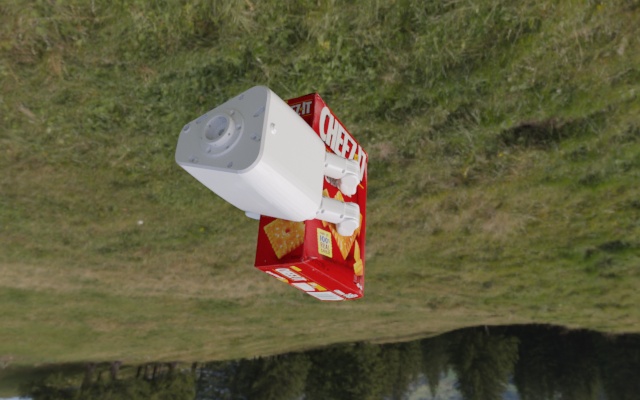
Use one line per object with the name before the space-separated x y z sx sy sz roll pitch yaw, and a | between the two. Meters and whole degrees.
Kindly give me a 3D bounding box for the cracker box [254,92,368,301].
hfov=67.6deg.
cracker box | 0.000 0.002 0.596 0.072 0.213 0.164 -8 -27 26
